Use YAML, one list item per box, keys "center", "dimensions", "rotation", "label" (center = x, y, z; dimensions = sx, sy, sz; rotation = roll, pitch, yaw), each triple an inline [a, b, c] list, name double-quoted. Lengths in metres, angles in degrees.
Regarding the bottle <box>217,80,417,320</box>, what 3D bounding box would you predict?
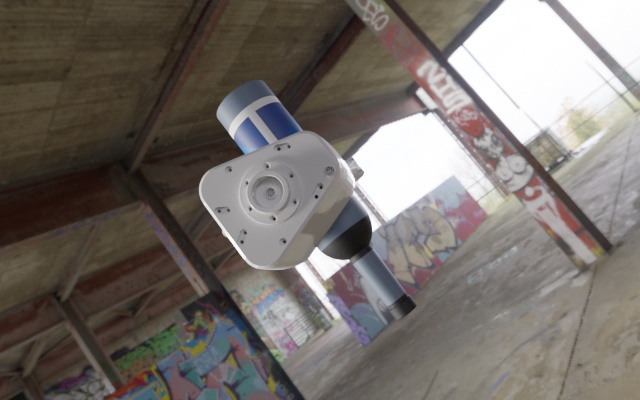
- center: [0.000, 0.001, 0.516]
  dimensions: [0.069, 0.295, 0.069]
  rotation: [-37, -9, -7]
  label: "bottle"
